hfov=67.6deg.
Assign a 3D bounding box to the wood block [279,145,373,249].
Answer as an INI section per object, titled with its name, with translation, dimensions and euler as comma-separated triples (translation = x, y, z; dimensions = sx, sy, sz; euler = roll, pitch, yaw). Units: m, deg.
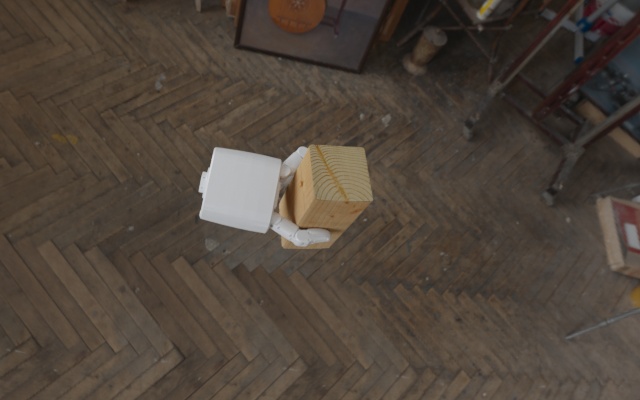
[wood block]
translation = 0.000, 0.003, 0.773
dimensions = 0.090, 0.090, 0.206
euler = 2, -25, -17
